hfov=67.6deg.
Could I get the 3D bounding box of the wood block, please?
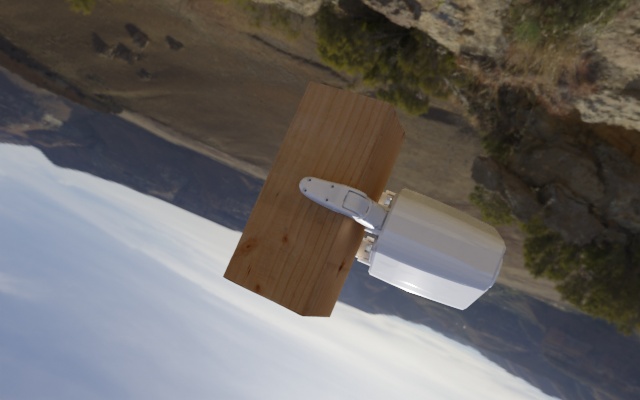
[{"bbox_3d":[0.000,0.002,0.476,0.090,0.206,0.091,21,-6,22],"label":"wood block"}]
